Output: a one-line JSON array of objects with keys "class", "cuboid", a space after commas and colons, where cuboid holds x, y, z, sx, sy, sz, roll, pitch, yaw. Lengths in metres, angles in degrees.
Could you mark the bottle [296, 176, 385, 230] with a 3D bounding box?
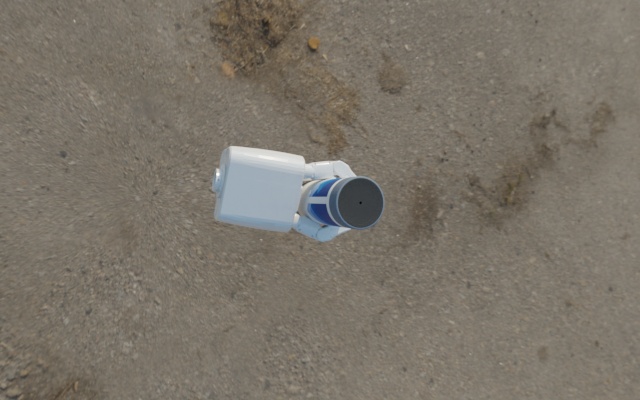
[{"class": "bottle", "cuboid": [0.000, 0.002, 0.728, 0.069, 0.069, 0.295, 0, 0, -20]}]
